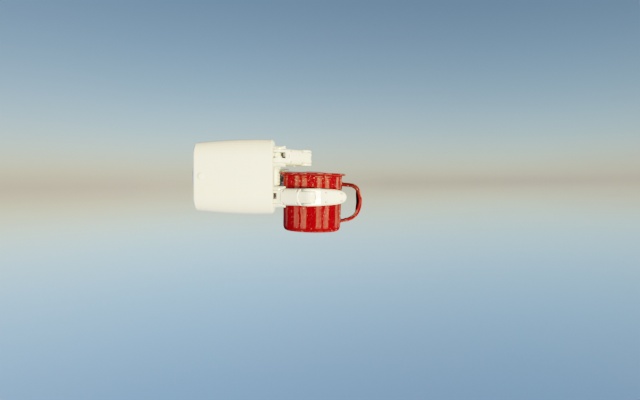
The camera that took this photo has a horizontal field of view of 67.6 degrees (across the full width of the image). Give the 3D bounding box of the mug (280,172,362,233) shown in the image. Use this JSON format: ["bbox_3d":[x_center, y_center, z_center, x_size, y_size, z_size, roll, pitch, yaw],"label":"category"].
[{"bbox_3d":[0.002,0.002,0.677,0.117,0.081,0.093,1,2,1],"label":"mug"}]
